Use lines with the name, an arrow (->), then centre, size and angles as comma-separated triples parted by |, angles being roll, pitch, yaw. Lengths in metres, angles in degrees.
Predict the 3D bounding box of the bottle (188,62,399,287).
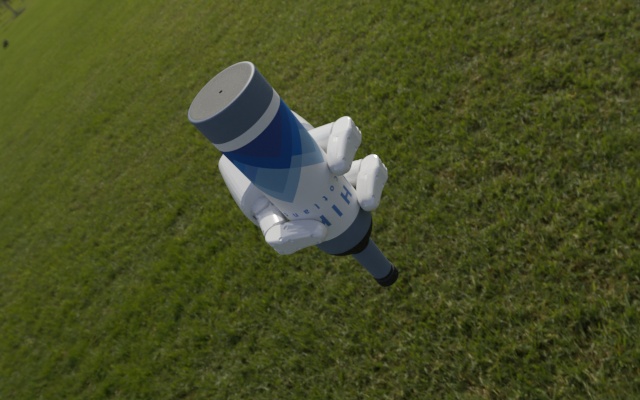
bottle -> 0.000, 0.001, 0.460 | 0.069, 0.069, 0.296 | 0, -36, 41
